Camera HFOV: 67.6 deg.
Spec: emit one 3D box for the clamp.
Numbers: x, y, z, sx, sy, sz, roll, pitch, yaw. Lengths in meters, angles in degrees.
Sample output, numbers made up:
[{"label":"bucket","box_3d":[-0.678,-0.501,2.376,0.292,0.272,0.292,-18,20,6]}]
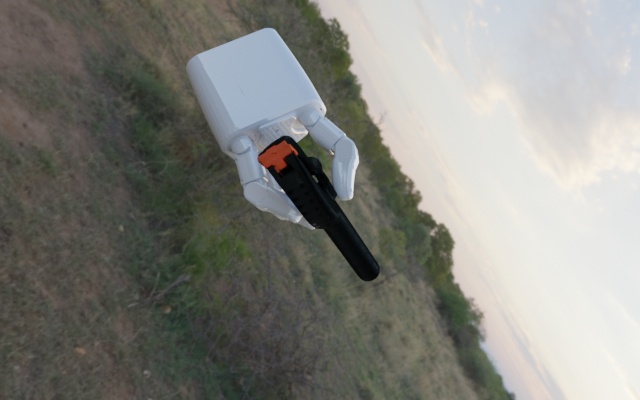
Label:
[{"label":"clamp","box_3d":[0.001,0.001,0.462,0.036,0.164,0.210,-32,-17,6]}]
